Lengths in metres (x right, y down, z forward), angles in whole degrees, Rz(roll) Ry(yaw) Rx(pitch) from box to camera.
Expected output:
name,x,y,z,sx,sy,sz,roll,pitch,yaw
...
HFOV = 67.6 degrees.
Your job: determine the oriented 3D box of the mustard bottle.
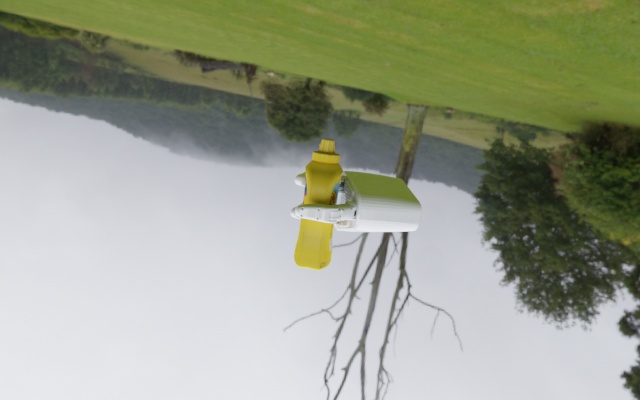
name,x,y,z,sx,sy,sz,roll,pitch,yaw
mustard bottle,0.000,0.003,0.727,0.058,0.192,0.096,9,11,7
